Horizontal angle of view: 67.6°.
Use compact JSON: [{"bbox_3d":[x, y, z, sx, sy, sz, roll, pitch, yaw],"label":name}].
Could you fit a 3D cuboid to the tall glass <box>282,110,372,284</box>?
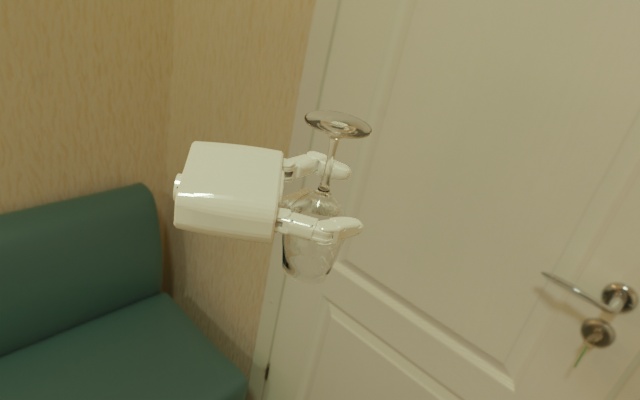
[{"bbox_3d":[0.000,0.001,0.561,0.079,0.201,0.079,9,29,-5],"label":"tall glass"}]
